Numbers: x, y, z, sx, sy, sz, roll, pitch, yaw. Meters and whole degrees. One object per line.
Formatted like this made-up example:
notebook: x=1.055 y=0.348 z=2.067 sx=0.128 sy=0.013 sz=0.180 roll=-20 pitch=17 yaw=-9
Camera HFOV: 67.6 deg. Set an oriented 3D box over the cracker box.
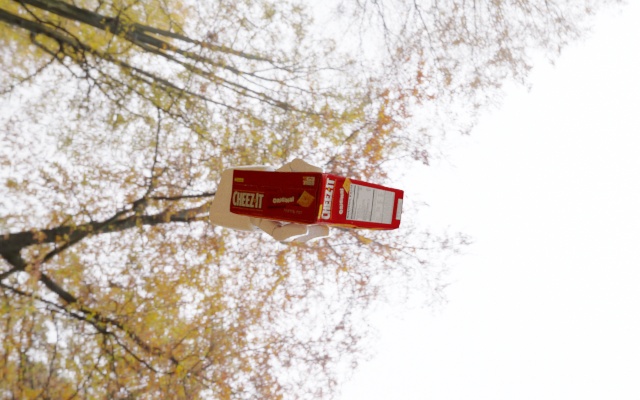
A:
cracker box: x=0.000 y=0.002 z=0.709 sx=0.164 sy=0.072 sz=0.214 roll=4 pitch=-2 yaw=39
